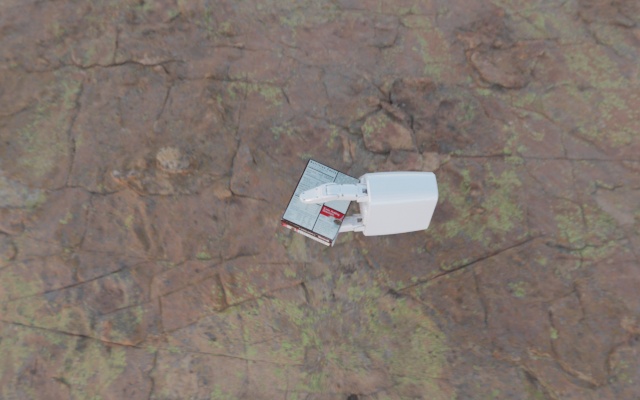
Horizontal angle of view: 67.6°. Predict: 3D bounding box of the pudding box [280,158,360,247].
[{"bbox_3d":[0.000,0.002,0.744,0.090,0.113,0.039,23,-18,4],"label":"pudding box"}]
